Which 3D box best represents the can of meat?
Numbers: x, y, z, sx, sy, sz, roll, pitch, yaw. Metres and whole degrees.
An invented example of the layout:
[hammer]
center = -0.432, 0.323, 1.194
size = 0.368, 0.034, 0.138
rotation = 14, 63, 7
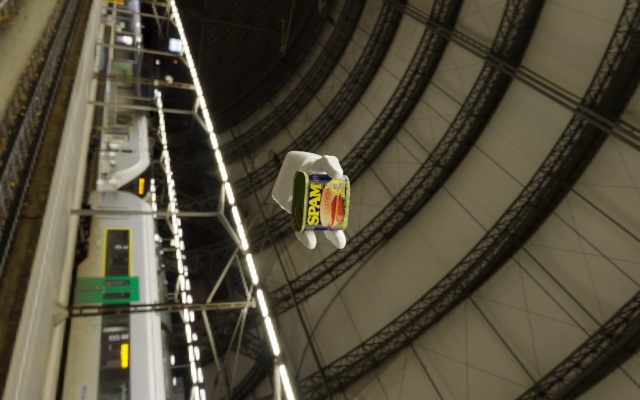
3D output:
[can of meat]
center = 0.000, 0.003, 0.811
size = 0.084, 0.102, 0.057
rotation = 2, 8, -24
